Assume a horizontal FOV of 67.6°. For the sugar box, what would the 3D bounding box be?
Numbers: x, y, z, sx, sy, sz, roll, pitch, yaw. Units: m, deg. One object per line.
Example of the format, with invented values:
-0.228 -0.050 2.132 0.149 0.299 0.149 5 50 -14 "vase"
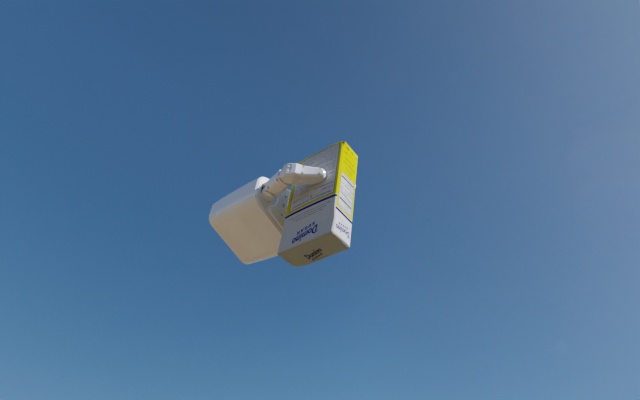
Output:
0.000 0.002 0.663 0.093 0.176 0.048 -24 -50 31 "sugar box"
